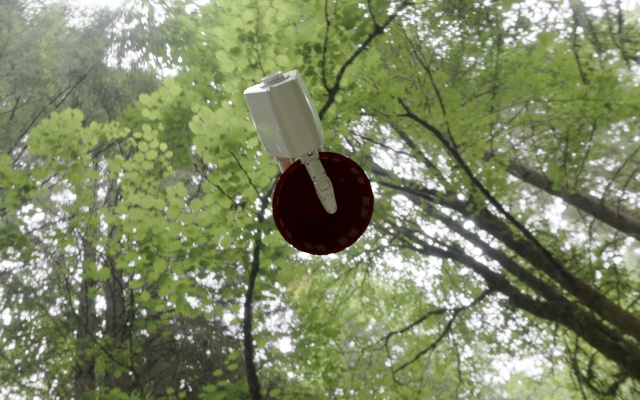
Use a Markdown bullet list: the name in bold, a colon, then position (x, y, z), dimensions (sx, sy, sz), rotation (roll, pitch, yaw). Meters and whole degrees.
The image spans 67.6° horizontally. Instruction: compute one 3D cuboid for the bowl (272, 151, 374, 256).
- **bowl**: position (0.000, 0.004, 0.756), dimensions (0.162, 0.162, 0.055), rotation (0, 8, -13)
